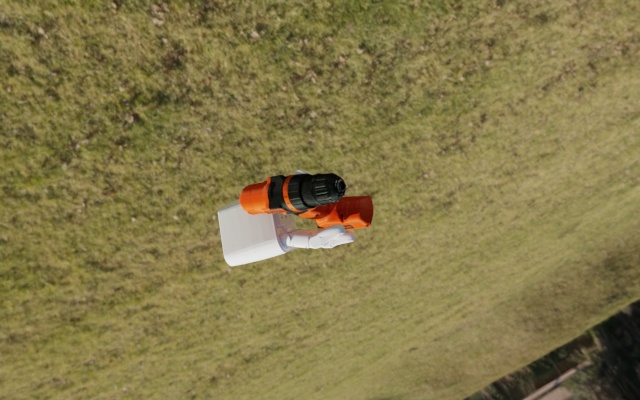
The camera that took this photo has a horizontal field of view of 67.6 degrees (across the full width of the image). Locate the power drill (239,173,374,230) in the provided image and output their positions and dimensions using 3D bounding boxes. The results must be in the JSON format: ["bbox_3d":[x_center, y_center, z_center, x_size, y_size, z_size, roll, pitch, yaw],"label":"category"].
[{"bbox_3d":[0.000,0.003,0.725,0.184,0.057,0.188,-5,-16,39],"label":"power drill"}]
